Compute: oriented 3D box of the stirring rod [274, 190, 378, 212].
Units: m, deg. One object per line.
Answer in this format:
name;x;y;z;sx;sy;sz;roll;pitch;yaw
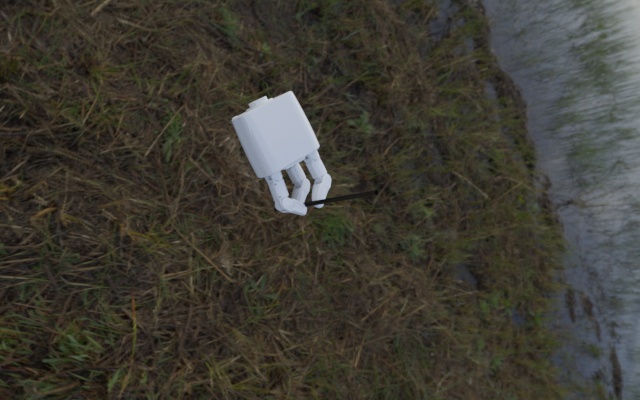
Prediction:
stirring rod;0.000;0.003;0.792;0.011;0.011;0.239;0;-7;-44
